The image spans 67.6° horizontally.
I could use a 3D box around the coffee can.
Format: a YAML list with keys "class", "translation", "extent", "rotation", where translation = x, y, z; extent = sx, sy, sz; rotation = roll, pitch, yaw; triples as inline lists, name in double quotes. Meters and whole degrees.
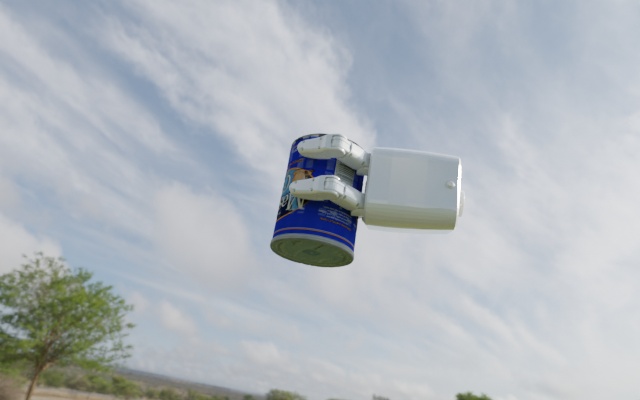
- class: "coffee can"
  translation: [0.000, 0.002, 0.603]
  extent: [0.103, 0.140, 0.103]
  rotation: [8, -24, 4]
